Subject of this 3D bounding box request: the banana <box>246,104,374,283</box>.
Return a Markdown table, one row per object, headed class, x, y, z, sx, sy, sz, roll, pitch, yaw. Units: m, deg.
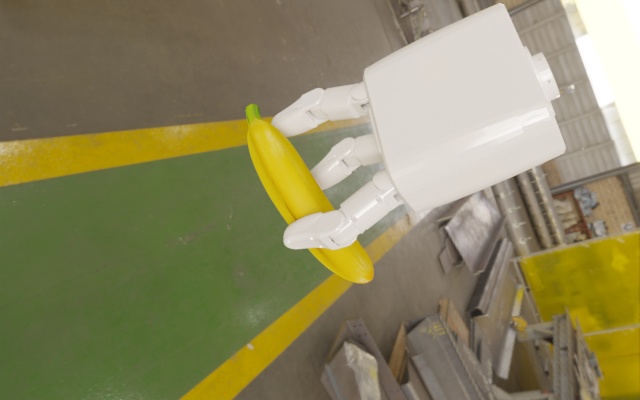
| class | x | y | z | sx | sy | sz | roll | pitch | yaw |
| --- | --- | --- | --- | --- | --- | --- | --- | --- | --- |
| banana | -0.005 | 0.007 | 0.405 | 0.037 | 0.198 | 0.069 | -26 | 19 | 22 |
